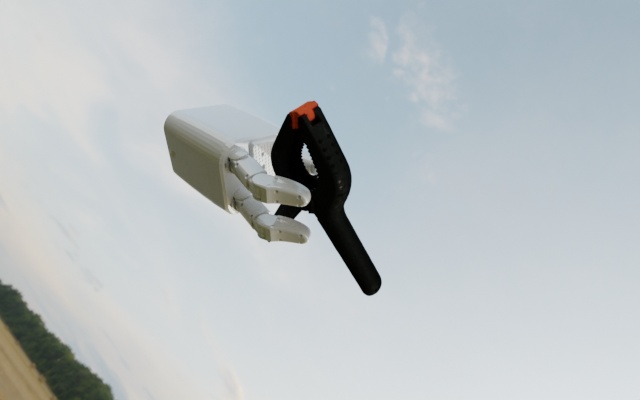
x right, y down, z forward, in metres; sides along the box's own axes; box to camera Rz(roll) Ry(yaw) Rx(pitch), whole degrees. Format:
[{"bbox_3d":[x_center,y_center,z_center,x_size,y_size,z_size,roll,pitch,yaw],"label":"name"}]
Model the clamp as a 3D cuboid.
[{"bbox_3d":[0.000,0.001,0.494,0.164,0.210,0.036,28,48,27],"label":"clamp"}]
